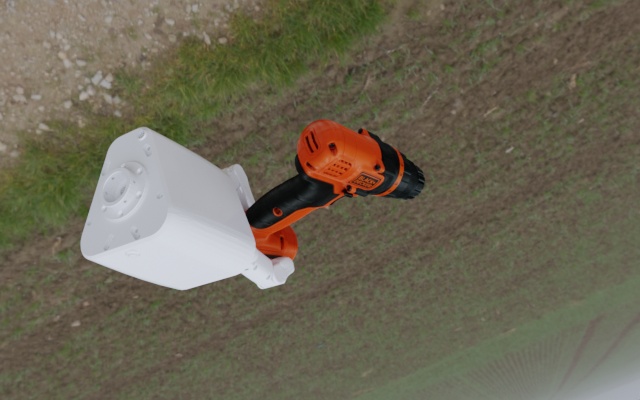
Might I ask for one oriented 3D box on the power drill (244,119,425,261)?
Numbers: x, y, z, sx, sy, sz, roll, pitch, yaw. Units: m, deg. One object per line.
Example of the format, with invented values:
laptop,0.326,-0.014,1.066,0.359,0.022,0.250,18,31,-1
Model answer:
power drill,0.000,0.002,0.491,0.188,0.057,0.184,-37,-32,26
